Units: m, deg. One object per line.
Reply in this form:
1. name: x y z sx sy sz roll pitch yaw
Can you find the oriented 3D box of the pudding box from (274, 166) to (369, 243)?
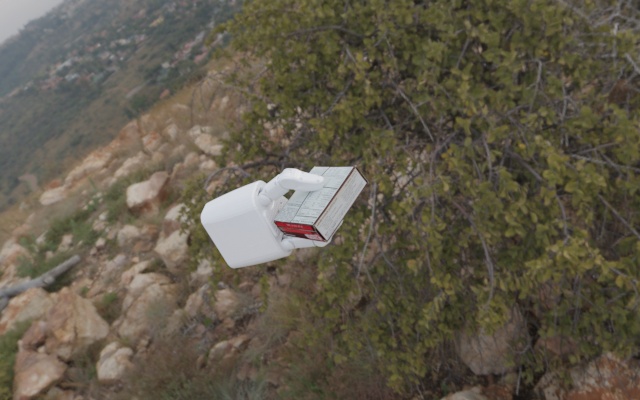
1. pudding box: 0.000 0.002 0.661 0.090 0.113 0.039 5 -37 48
